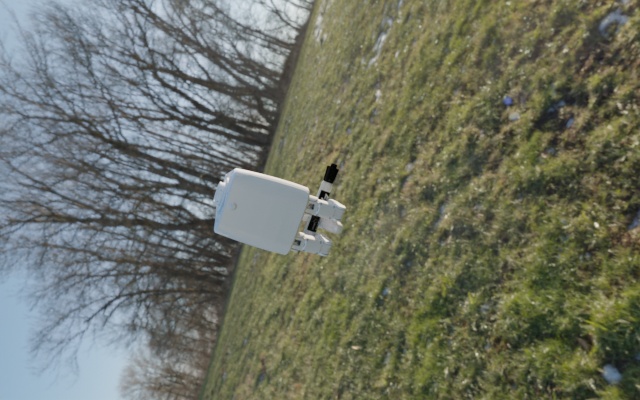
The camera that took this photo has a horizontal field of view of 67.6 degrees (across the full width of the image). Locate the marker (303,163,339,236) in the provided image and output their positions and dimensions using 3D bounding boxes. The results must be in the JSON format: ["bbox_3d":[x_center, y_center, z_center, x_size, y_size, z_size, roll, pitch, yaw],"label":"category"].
[{"bbox_3d":[0.000,0.002,0.714,0.020,0.121,0.020,20,9,-3],"label":"marker"}]
